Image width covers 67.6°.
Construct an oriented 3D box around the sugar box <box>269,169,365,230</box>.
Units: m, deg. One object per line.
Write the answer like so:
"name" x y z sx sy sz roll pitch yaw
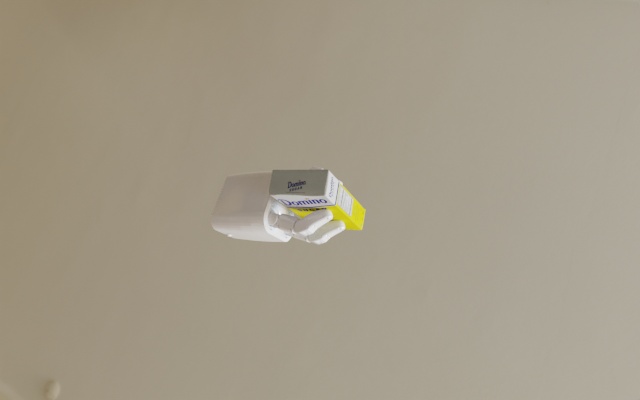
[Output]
"sugar box" 0.000 0.003 0.750 0.093 0.048 0.176 1 -16 24
